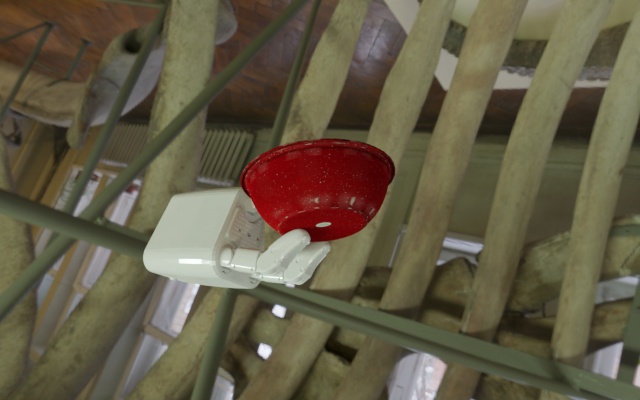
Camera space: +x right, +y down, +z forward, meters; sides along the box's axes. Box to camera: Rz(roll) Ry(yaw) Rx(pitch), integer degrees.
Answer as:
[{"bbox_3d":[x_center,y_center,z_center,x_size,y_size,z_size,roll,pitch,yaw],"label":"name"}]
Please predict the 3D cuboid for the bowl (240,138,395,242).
[{"bbox_3d":[0.001,0.002,0.488,0.162,0.055,0.162,-5,-25,-2],"label":"bowl"}]
